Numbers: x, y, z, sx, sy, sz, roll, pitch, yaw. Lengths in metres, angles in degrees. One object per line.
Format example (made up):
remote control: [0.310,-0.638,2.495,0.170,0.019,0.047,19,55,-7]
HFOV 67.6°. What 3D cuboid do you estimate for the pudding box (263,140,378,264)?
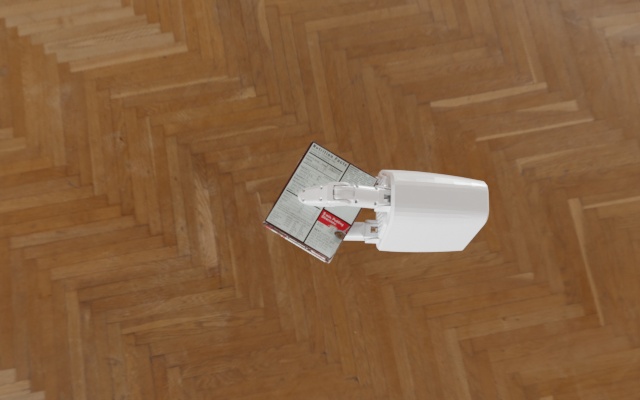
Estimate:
pudding box: [0.000,0.002,0.547,0.090,0.113,0.039,31,-12,2]
